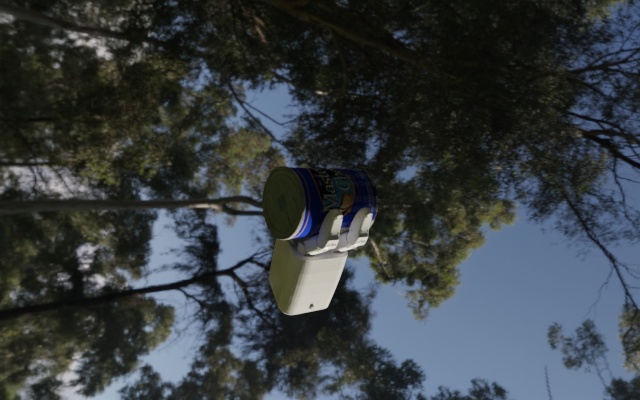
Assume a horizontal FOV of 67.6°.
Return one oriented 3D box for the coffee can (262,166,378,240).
[{"bbox_3d":[0.000,0.002,0.706,0.140,0.103,0.103,-2,1,-37],"label":"coffee can"}]
